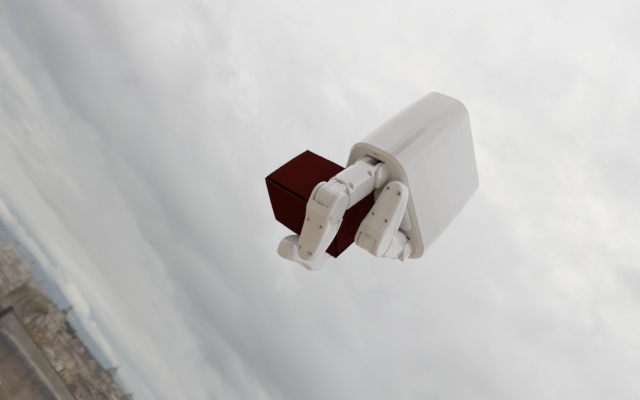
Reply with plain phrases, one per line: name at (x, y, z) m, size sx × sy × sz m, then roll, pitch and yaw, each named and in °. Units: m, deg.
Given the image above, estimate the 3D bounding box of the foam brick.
foam brick at (0.000, 0.001, 0.411) m, size 0.078 × 0.053 × 0.051 m, roll 30°, pitch 55°, yaw 32°
